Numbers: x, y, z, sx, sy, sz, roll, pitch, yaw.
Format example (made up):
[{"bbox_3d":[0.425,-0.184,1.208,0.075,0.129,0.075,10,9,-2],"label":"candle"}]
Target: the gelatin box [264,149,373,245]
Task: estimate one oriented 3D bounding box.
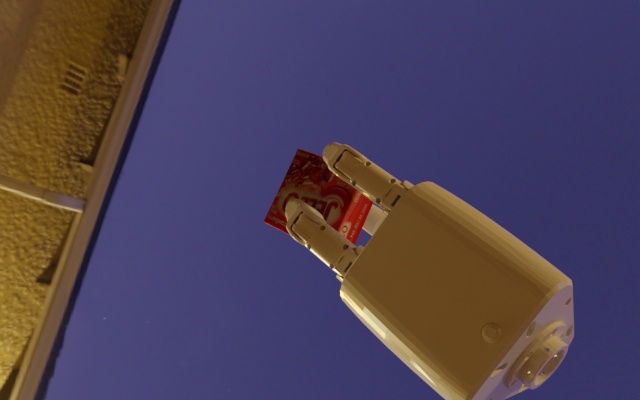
[{"bbox_3d":[0.000,0.001,0.403,0.030,0.073,0.089,27,-3,-44],"label":"gelatin box"}]
